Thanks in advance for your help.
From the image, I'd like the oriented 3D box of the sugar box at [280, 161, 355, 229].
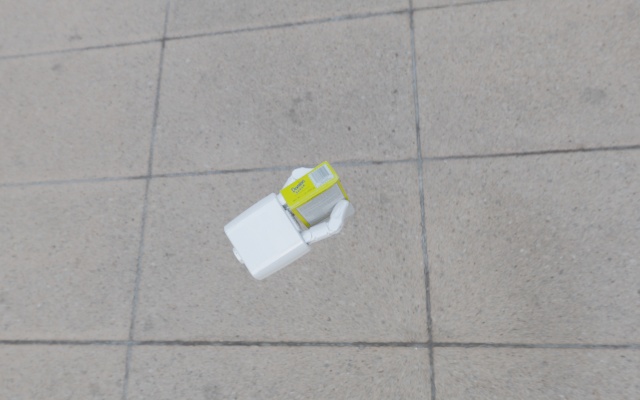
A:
[{"bbox_3d":[0.000,0.002,0.834,0.093,0.048,0.176,-32,-20,0],"label":"sugar box"}]
